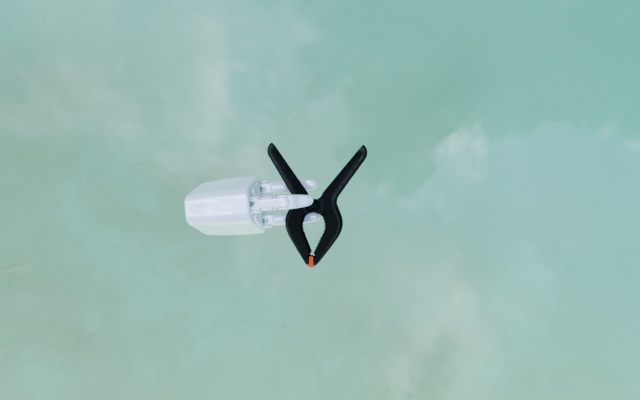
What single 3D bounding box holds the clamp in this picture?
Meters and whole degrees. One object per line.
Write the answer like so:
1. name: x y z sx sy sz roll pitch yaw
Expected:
1. clamp: 0.000 0.003 0.780 0.164 0.210 0.036 -5 -1 9
